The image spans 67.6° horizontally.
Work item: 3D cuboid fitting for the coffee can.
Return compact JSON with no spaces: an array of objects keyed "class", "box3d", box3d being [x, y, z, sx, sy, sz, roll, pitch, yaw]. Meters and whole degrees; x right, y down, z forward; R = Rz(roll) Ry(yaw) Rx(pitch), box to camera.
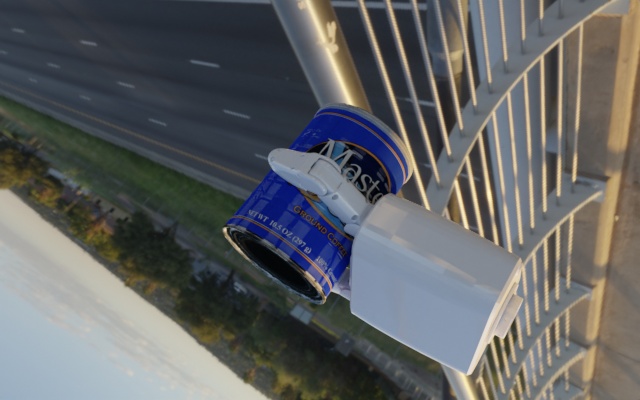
[{"class":"coffee can","box3d":[0.000,0.001,0.411,0.103,0.140,0.103,32,-21,14]}]
